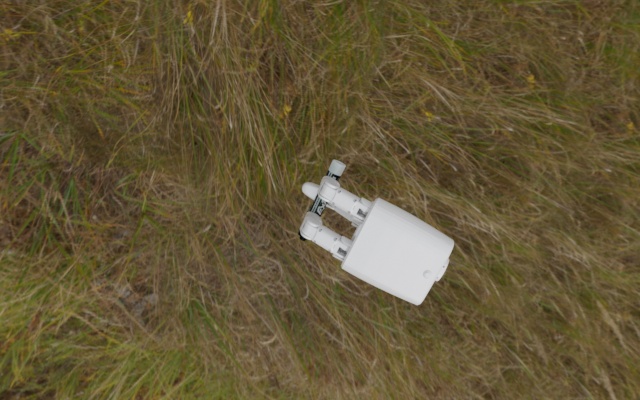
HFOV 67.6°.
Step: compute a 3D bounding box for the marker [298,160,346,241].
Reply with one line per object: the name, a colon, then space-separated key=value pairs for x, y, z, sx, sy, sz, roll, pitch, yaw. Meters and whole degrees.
marker: x=0.000 y=0.002 z=0.649 sx=0.020 sy=0.121 sz=0.020 roll=24 pitch=16 yaw=-7
